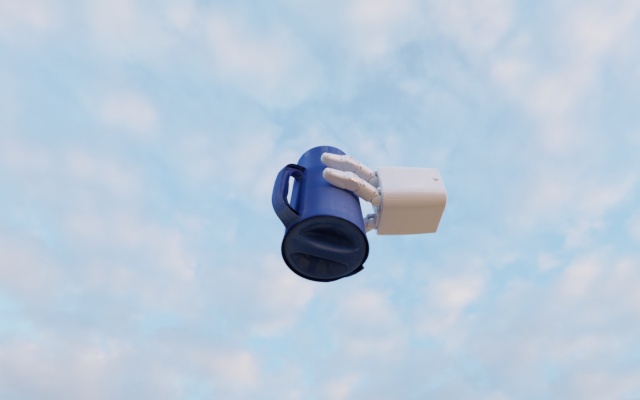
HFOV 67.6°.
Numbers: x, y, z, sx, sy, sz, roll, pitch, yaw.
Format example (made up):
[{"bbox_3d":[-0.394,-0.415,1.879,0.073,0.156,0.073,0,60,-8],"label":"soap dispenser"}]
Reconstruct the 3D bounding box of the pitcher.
[{"bbox_3d":[0.000,0.003,0.801,0.145,0.149,0.242,-1,36,0],"label":"pitcher"}]
